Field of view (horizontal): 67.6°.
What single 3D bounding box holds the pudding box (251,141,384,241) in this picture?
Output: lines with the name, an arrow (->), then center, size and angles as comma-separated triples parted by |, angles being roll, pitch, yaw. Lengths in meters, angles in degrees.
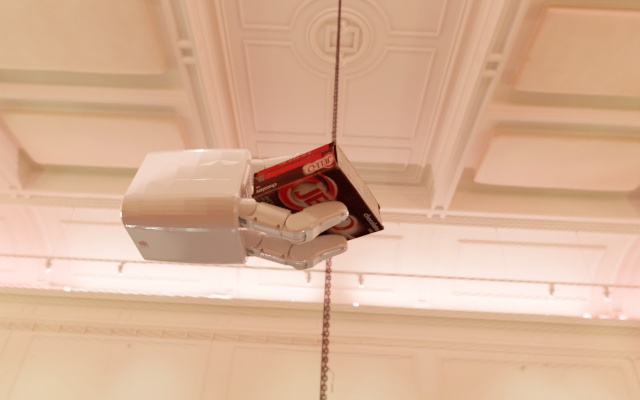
pudding box -> 0.000, 0.001, 0.470 | 0.090, 0.039, 0.113 | -19, -39, 21
